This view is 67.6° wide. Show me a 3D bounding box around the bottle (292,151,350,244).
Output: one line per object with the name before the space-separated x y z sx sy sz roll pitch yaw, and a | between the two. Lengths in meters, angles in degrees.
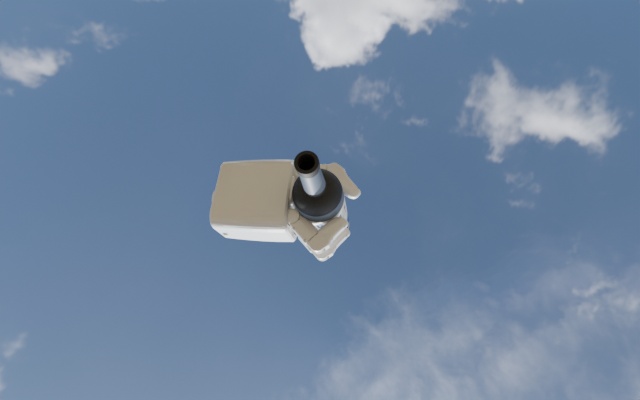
bottle | 0.000 0.002 0.651 0.069 0.069 0.296 0 -17 6
